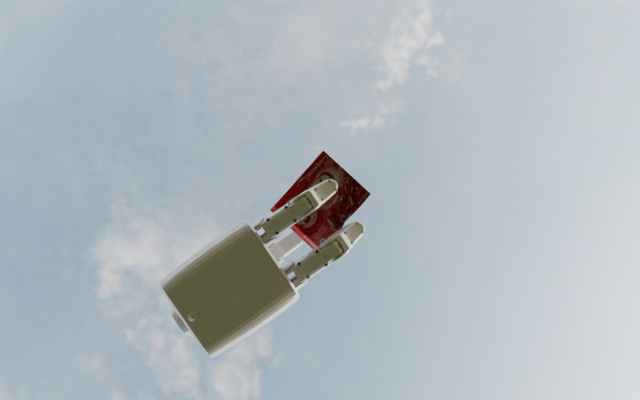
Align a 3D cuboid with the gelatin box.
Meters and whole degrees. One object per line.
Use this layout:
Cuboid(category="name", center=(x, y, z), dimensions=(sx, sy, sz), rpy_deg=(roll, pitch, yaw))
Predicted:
Cuboid(category="gelatin box", center=(0.000, 0.002, 0.531), dimensions=(0.073, 0.089, 0.030), rpy_deg=(42, -18, -3))
